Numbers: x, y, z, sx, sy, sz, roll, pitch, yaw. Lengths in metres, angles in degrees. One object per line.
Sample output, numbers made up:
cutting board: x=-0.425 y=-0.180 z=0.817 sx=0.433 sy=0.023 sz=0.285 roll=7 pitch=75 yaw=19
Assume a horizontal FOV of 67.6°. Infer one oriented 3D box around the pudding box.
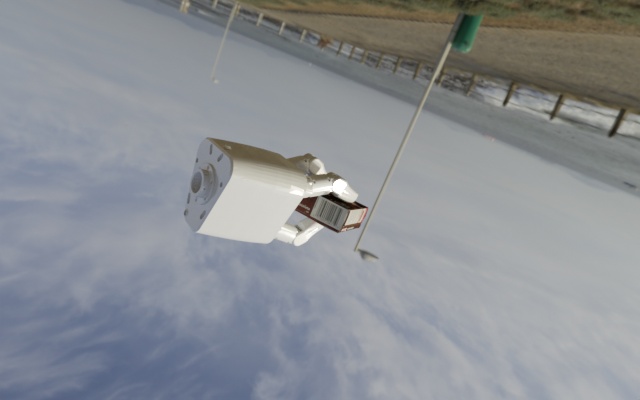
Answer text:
pudding box: x=0.000 y=0.002 z=0.662 sx=0.113 sy=0.039 sz=0.090 roll=29 pitch=12 yaw=18
